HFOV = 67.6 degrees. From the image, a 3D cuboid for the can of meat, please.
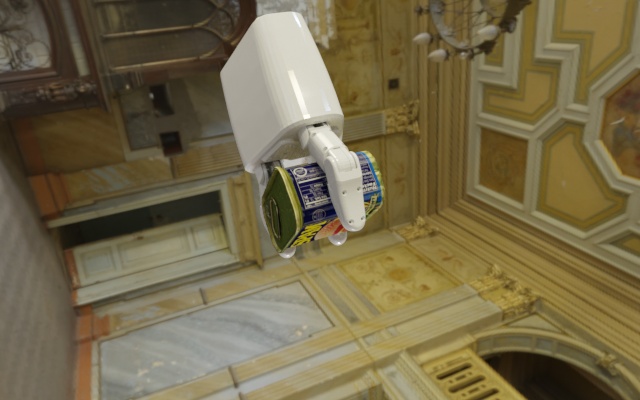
[{"bbox_3d":[0.000,0.001,0.425,0.084,0.057,0.102,-15,-15,-20],"label":"can of meat"}]
